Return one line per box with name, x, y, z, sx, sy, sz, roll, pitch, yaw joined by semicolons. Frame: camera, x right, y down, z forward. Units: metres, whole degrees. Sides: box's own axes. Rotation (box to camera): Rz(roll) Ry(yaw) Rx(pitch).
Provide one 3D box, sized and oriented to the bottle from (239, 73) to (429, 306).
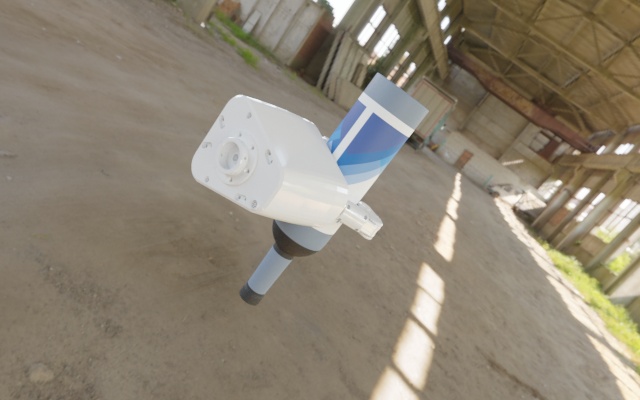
bottle;0.000;0.002;0.529;0.069;0.296;0.069;34;15;-11
